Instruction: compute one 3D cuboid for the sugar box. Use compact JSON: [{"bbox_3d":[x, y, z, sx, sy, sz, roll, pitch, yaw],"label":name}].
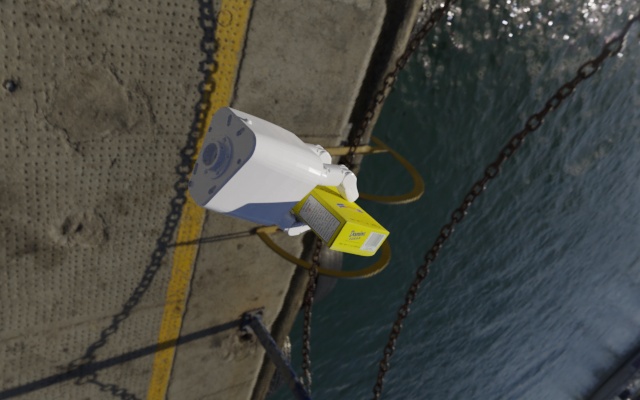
[{"bbox_3d":[0.000,0.002,0.631,0.093,0.048,0.176,17,22,-48],"label":"sugar box"}]
